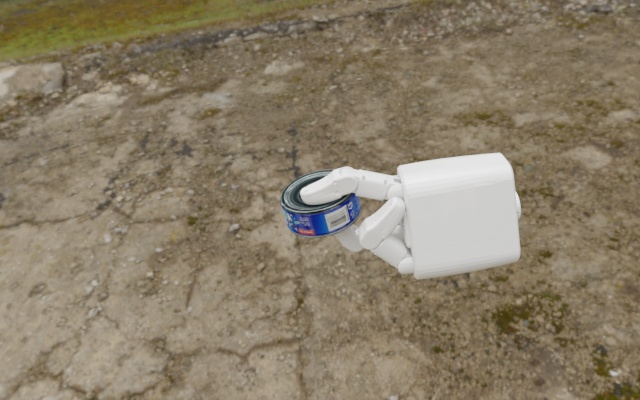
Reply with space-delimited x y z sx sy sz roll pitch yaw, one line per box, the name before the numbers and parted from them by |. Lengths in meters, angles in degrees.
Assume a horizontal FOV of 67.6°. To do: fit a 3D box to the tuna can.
tuna can | 0.000 0.001 0.519 0.086 0.034 0.086 -11 32 7
